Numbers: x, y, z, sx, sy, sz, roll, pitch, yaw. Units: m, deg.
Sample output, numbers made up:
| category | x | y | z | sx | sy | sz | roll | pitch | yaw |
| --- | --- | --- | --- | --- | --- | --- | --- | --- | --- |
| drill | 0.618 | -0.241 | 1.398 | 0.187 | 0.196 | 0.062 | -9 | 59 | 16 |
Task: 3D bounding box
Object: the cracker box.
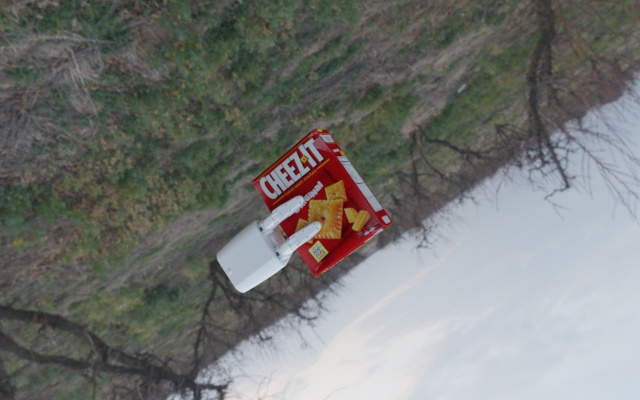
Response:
| category | x | y | z | sx | sy | sz | roll | pitch | yaw |
| --- | --- | --- | --- | --- | --- | --- | --- | --- | --- |
| cracker box | 0.000 | 0.003 | 0.866 | 0.164 | 0.213 | 0.072 | -38 | -9 | 19 |
